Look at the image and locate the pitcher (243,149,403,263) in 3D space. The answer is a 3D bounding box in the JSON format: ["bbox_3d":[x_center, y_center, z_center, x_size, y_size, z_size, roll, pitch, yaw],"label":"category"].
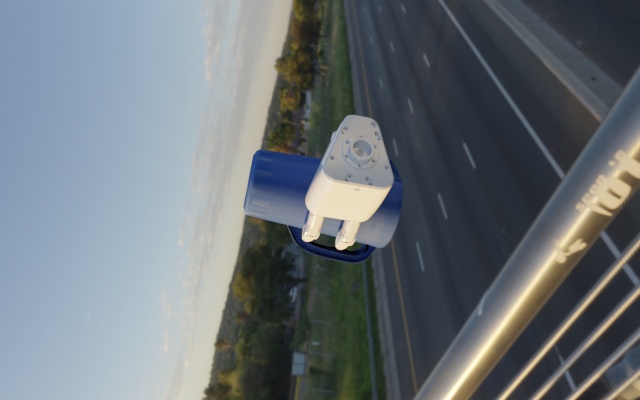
[{"bbox_3d":[0.000,0.002,0.781,0.243,0.149,0.145,11,-26,-8],"label":"pitcher"}]
